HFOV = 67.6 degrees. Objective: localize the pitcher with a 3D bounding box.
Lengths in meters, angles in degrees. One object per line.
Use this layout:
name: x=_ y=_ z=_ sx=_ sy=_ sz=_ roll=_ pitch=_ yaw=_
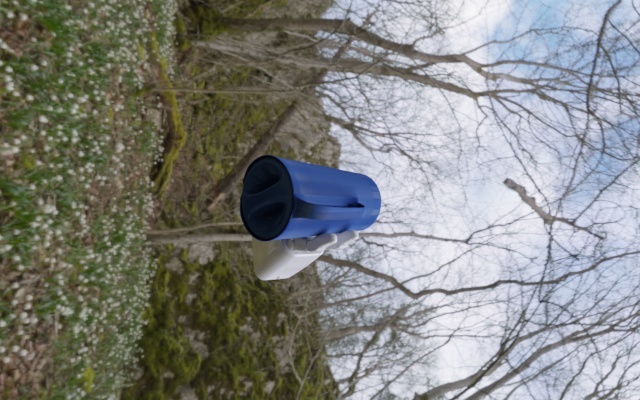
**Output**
pitcher: x=0.000 y=0.003 z=0.808 sx=0.243 sy=0.149 sz=0.145 roll=2 pitch=-36 yaw=-45
